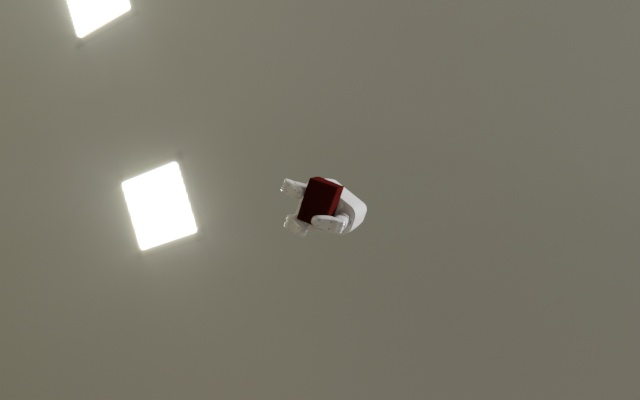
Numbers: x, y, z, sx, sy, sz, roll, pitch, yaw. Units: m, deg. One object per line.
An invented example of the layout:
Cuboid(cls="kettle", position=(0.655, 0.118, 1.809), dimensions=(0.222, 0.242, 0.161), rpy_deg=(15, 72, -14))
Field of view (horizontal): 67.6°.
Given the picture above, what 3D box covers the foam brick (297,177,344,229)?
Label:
Cuboid(cls="foam brick", position=(0.000, 0.002, 0.830), dimensions=(0.053, 0.078, 0.051), rpy_deg=(22, 12, 14))
